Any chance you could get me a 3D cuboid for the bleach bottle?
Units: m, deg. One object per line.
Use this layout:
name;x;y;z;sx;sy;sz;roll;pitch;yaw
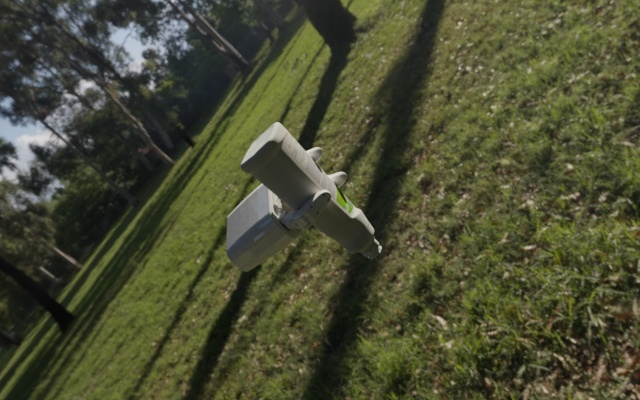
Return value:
bleach bottle;0.000;0.002;0.701;0.068;0.251;0.102;-38;19;21
